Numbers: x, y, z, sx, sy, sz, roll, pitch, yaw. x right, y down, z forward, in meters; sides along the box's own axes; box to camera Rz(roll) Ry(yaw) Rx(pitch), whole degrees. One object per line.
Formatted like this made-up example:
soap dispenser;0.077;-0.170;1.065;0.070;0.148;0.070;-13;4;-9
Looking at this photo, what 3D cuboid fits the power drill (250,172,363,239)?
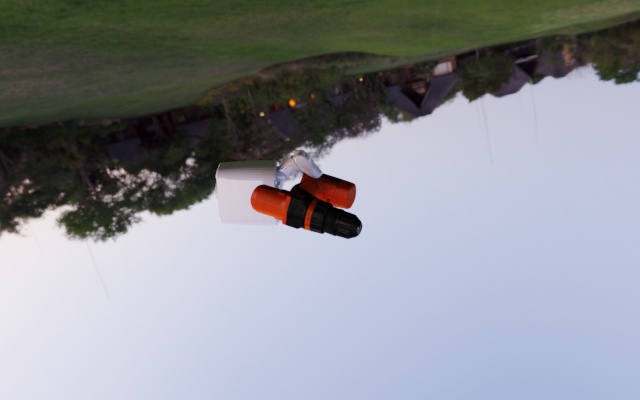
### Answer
power drill;0.000;0.003;0.803;0.184;0.057;0.187;19;17;15
